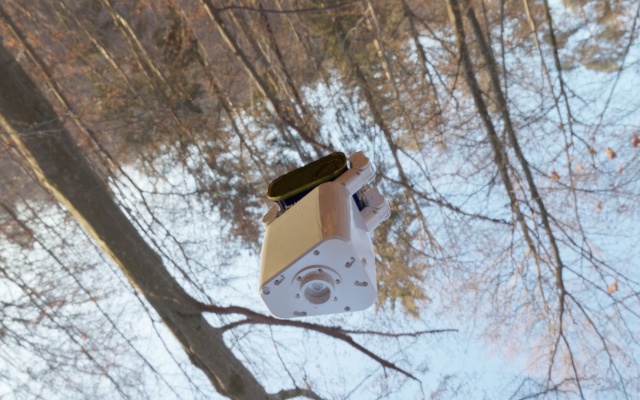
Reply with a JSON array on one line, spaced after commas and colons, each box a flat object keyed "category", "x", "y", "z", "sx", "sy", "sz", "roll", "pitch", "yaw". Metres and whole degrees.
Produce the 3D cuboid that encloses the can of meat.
[{"category": "can of meat", "x": 0.000, "y": 0.002, "z": 0.580, "sx": 0.102, "sy": 0.084, "sz": 0.057, "roll": -23, "pitch": 25, "yaw": 8}]
